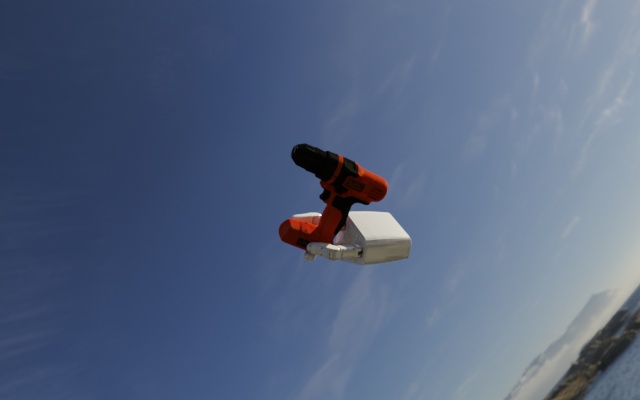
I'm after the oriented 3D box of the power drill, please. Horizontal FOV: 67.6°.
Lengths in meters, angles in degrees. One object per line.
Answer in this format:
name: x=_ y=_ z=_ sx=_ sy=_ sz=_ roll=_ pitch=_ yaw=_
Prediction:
power drill: x=0.000 y=0.003 z=0.843 sx=0.184 sy=0.188 sz=0.057 roll=24 pitch=29 yaw=-19
